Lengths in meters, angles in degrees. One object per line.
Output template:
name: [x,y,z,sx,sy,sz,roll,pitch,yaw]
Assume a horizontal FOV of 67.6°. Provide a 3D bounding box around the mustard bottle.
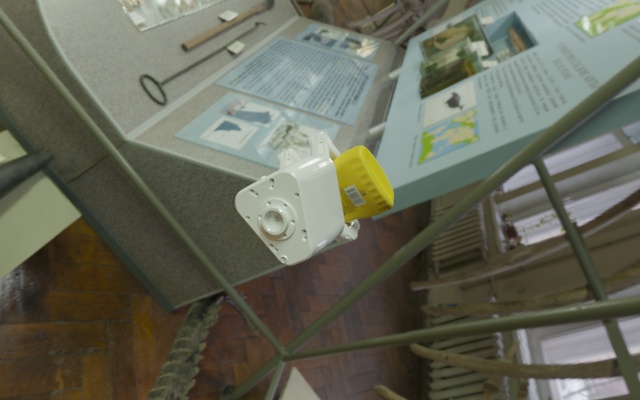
mustard bottle: [0.000,0.002,0.677,0.192,0.096,0.058,-24,28,25]
